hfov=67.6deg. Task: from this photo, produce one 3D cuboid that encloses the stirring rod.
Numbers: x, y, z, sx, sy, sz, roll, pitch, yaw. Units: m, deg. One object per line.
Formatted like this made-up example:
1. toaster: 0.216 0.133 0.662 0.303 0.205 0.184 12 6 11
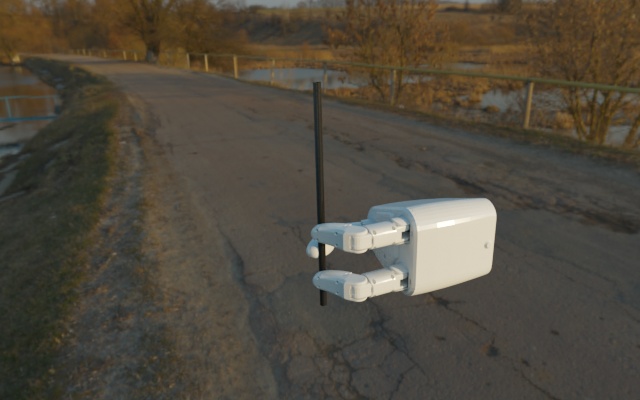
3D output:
1. stirring rod: 0.000 0.002 0.492 0.011 0.240 0.011 -2 19 1
